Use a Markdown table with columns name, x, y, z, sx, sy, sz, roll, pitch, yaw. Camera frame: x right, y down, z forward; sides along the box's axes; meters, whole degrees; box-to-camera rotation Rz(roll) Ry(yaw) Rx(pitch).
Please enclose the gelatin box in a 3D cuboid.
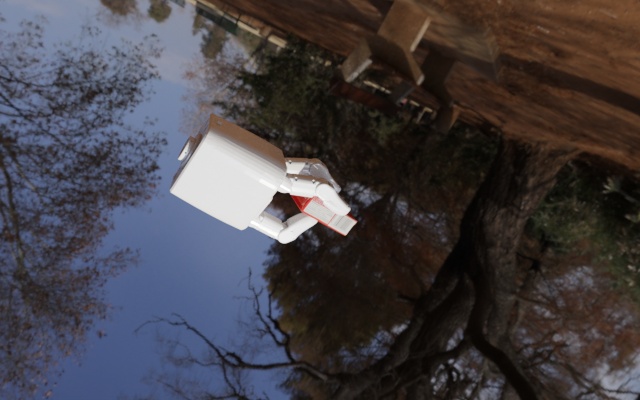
| name | x | y | z | sx | sy | sz | roll | pitch | yaw |
| --- | --- | --- | --- | --- | --- | --- | --- | --- | --- |
| gelatin box | 0.000 | 0.003 | 0.659 | 0.089 | 0.030 | 0.073 | 31 | 15 | -35 |
